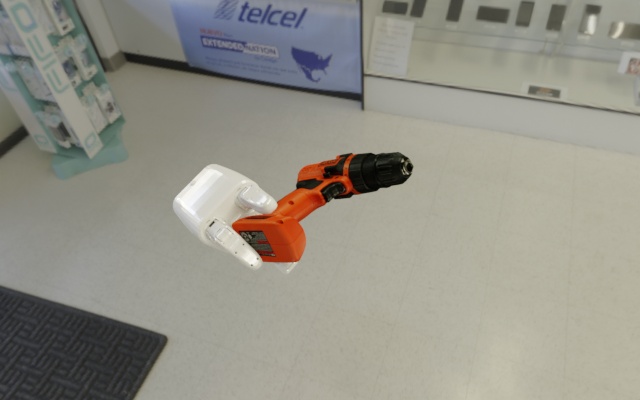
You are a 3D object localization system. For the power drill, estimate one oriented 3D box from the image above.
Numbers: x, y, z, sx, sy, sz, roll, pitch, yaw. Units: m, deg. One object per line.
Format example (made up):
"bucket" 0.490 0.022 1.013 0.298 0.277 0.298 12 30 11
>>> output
"power drill" 0.000 0.002 0.580 0.184 0.057 0.187 -8 23 48
